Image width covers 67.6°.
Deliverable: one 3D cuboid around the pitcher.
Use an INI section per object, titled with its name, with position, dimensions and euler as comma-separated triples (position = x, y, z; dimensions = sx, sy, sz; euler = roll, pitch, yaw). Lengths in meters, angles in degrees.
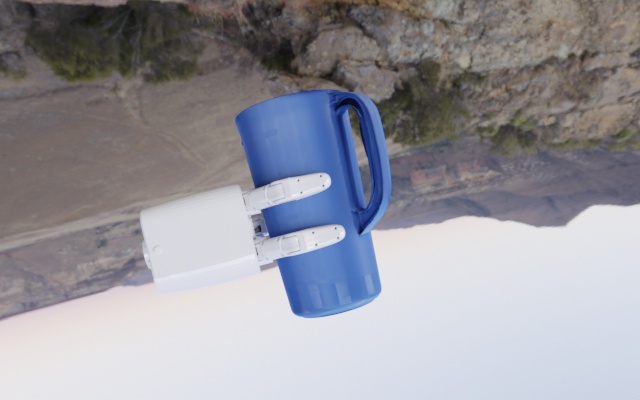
[pitcher]
position = 0.000, 0.002, 0.546
dimensions = 0.145, 0.243, 0.149
euler = -14, -2, -10
